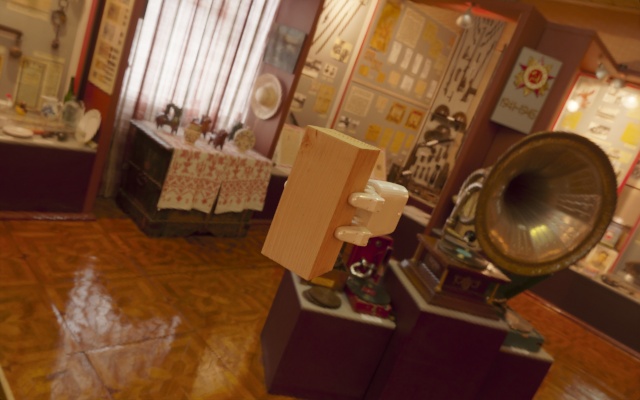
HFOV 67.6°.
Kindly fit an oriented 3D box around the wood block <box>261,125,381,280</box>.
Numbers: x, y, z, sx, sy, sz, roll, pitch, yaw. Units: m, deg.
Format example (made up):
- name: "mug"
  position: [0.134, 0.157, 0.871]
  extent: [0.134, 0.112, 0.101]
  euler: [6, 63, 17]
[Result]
- name: "wood block"
  position: [0.000, 0.002, 0.719]
  extent: [0.091, 0.206, 0.090]
  euler: [27, 15, 23]
